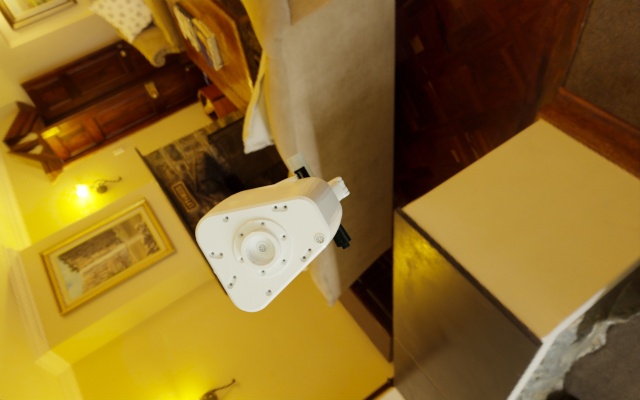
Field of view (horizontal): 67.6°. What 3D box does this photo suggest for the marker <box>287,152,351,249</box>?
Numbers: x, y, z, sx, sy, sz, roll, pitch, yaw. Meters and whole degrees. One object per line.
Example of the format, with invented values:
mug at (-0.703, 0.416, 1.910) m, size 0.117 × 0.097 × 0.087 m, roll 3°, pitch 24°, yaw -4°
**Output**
marker at (0.000, 0.002, 0.542) m, size 0.020 × 0.121 × 0.020 m, roll -30°, pitch 5°, yaw 3°
